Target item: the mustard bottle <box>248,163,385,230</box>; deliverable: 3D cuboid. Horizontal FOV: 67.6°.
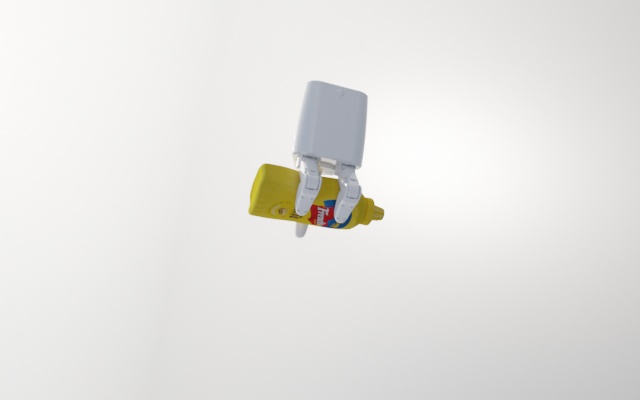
[{"bbox_3d":[0.000,0.002,0.673,0.191,0.058,0.096,11,-34,-15],"label":"mustard bottle"}]
